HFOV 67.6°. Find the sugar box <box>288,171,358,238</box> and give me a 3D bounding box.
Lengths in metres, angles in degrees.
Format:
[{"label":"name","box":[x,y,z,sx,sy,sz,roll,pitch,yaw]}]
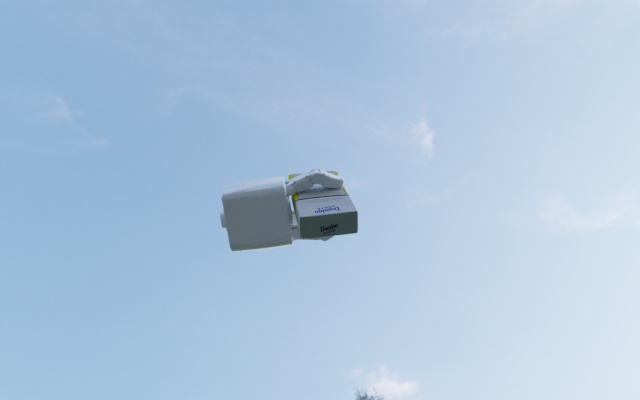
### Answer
[{"label":"sugar box","box":[0.000,0.003,0.809,0.093,0.048,0.176,-5,28,-7]}]
